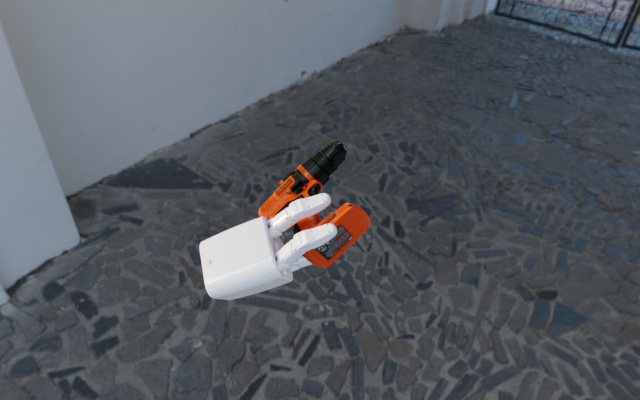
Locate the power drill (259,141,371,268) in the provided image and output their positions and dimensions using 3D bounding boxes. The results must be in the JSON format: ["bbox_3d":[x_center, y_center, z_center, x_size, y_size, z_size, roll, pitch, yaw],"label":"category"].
[{"bbox_3d":[0.000,0.003,0.738,0.057,0.184,0.187,42,3,-35],"label":"power drill"}]
